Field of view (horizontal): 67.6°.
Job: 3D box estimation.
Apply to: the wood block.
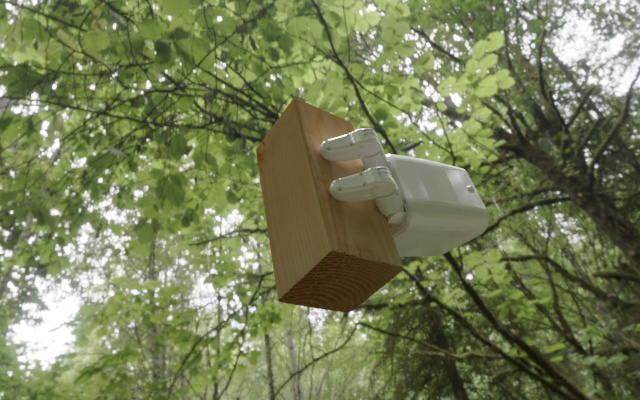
[{"bbox_3d":[0.000,0.002,0.508,0.090,0.206,0.091,17,-48,-32],"label":"wood block"}]
